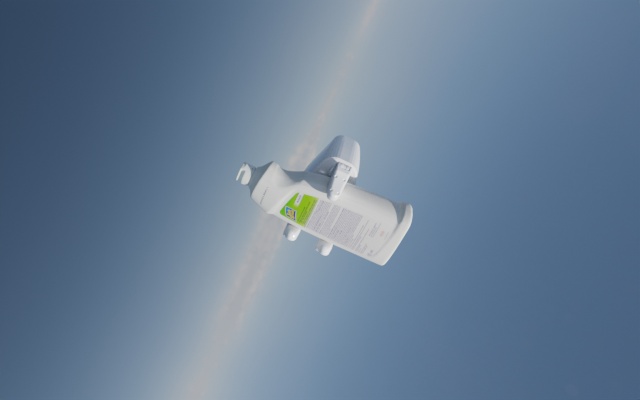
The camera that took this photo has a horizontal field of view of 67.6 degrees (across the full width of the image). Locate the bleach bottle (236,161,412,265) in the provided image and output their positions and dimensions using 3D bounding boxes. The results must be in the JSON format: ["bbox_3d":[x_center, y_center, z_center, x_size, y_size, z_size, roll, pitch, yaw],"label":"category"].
[{"bbox_3d":[0.000,0.002,0.701,0.251,0.103,0.068,24,30,-4],"label":"bleach bottle"}]
